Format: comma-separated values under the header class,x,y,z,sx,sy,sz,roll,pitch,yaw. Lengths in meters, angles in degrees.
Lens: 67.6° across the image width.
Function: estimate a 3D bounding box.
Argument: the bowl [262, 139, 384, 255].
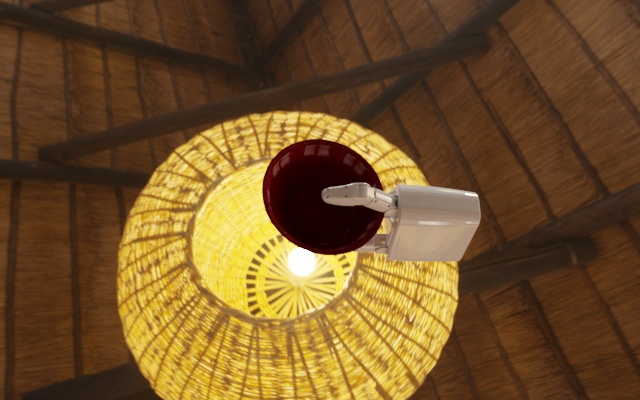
class,x,y,z,sx,sy,sz,roll,pitch,yaw
bowl,-0.001,0.002,0.625,0.162,0.162,0.055,0,-24,-16
